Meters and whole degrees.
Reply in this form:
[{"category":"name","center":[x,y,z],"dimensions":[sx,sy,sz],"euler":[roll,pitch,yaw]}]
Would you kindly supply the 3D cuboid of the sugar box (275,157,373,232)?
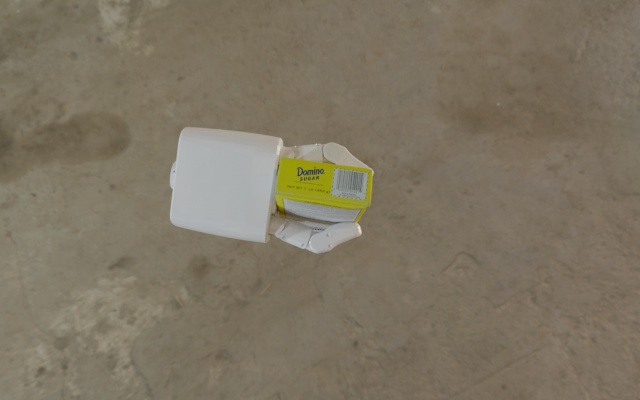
[{"category":"sugar box","center":[0.000,0.001,0.542],"dimensions":[0.093,0.048,0.176],"euler":[9,-11,-1]}]
